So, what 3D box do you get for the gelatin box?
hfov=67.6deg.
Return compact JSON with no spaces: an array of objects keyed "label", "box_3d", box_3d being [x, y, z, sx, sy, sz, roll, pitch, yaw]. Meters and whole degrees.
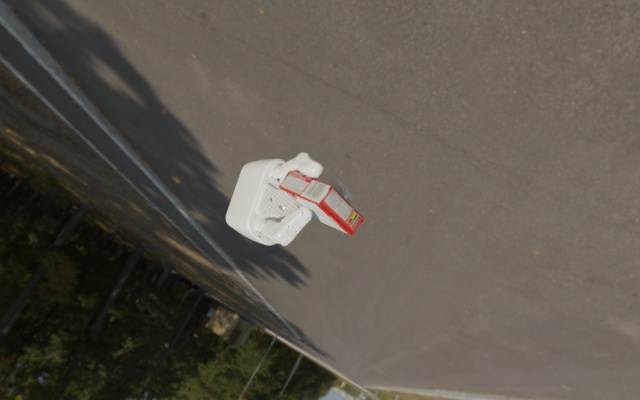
[{"label":"gelatin box","box_3d":[0.000,0.002,0.587,0.089,0.030,0.073,23,-17,50]}]
